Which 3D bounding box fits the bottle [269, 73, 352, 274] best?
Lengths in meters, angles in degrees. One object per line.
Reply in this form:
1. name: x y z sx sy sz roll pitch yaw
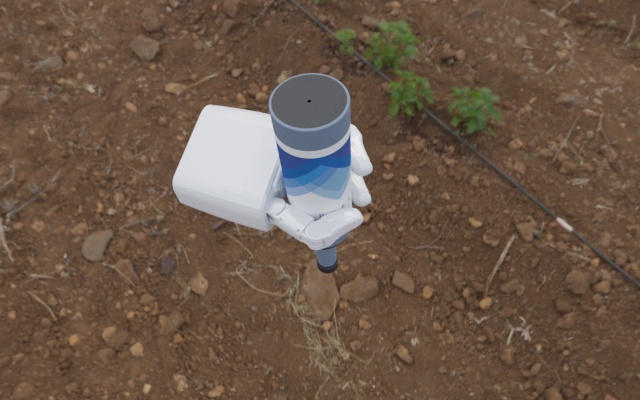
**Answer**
1. bottle: 0.000 0.002 0.507 0.069 0.069 0.296 0 -34 4
